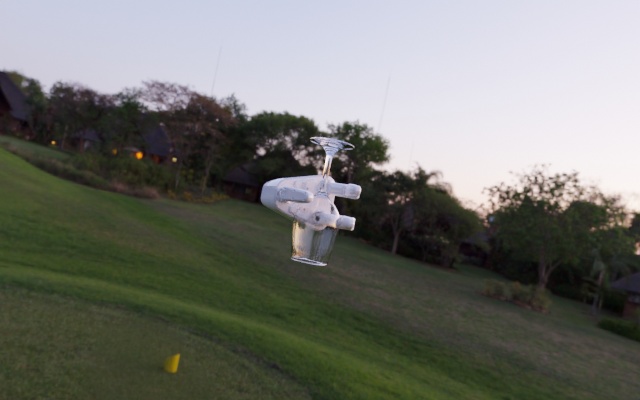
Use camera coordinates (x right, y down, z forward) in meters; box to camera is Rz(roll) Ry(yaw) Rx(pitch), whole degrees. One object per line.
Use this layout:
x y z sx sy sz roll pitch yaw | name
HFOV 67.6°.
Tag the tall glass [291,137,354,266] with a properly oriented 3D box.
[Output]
0.000 0.002 0.785 0.079 0.201 0.079 11 -2 0 | tall glass
